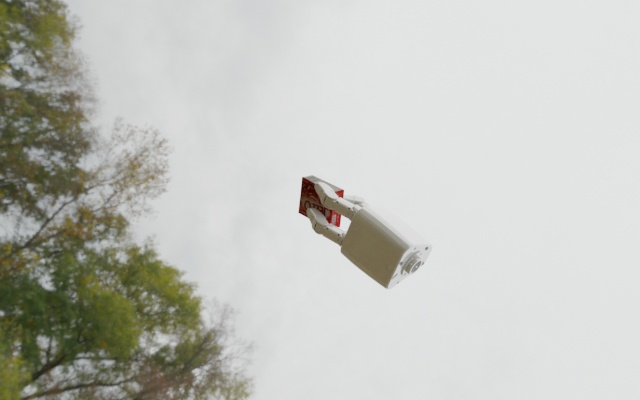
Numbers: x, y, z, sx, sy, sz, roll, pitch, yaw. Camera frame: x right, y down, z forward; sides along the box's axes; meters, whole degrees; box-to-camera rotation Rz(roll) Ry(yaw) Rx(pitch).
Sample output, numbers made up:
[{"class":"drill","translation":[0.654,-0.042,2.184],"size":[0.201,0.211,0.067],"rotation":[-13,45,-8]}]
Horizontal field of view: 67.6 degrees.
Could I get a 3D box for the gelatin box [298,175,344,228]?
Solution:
[{"class":"gelatin box","translation":[0.000,0.003,0.864],"size":[0.030,0.073,0.089],"rotation":[-14,30,-41]}]
